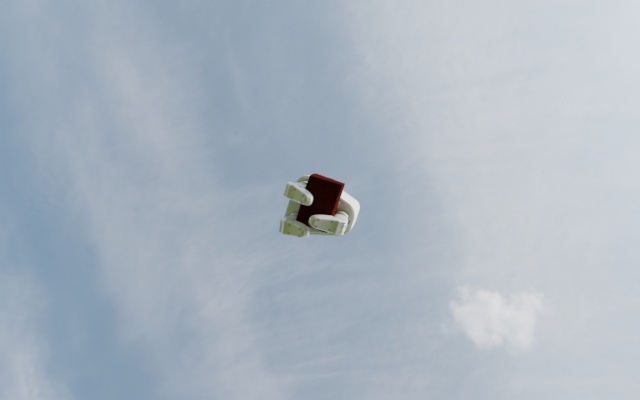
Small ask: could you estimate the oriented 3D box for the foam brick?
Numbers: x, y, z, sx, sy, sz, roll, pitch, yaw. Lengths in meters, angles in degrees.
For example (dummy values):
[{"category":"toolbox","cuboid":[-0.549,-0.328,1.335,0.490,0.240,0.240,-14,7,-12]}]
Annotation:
[{"category":"foam brick","cuboid":[0.000,0.002,0.736,0.053,0.078,0.051,20,10,6]}]
